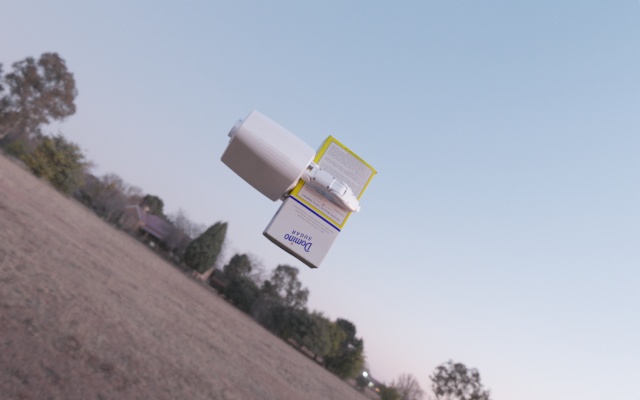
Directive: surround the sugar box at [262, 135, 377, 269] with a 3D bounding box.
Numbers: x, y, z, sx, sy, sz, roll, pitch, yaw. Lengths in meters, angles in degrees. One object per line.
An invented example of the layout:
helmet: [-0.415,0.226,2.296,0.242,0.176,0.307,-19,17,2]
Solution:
sugar box: [0.000,0.002,0.702,0.093,0.176,0.048,36,-15,-9]
